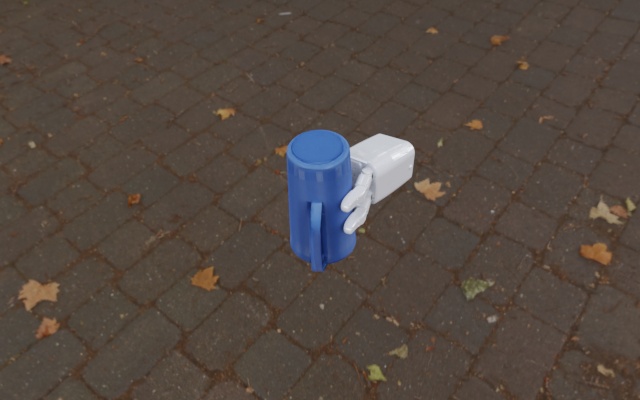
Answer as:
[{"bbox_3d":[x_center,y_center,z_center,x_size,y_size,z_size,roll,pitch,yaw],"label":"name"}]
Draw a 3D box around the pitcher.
[{"bbox_3d":[0.000,0.003,0.875,0.145,0.243,0.149,-30,50,-24],"label":"pitcher"}]
